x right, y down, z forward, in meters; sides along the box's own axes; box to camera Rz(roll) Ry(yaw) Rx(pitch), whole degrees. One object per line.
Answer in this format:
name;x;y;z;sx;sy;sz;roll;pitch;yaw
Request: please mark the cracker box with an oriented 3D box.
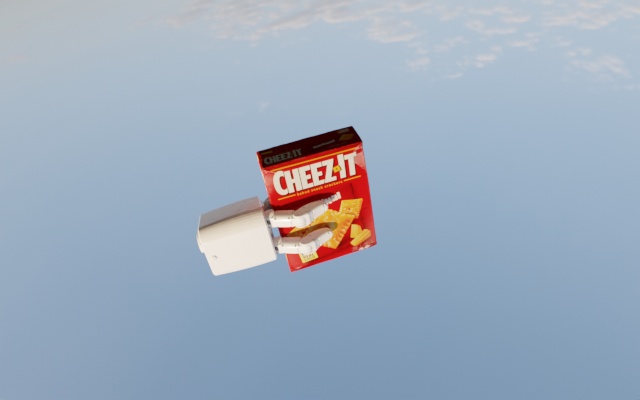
cracker box;0.000;0.003;0.799;0.164;0.214;0.072;-16;35;-6
